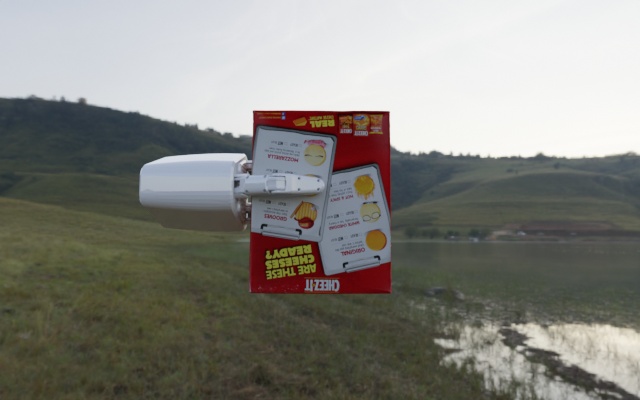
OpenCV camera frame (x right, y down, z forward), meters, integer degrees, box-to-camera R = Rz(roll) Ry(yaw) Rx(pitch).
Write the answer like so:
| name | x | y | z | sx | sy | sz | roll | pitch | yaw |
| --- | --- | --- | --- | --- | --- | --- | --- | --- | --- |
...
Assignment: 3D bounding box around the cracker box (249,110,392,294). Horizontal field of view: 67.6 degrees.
| name | x | y | z | sx | sy | sz | roll | pitch | yaw |
| --- | --- | --- | --- | --- | --- | --- | --- | --- | --- |
| cracker box | 0.000 | 0.002 | 0.578 | 0.164 | 0.213 | 0.072 | 0 | -5 | 1 |
